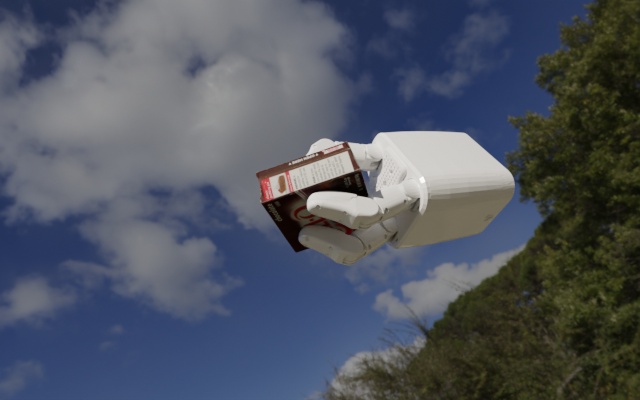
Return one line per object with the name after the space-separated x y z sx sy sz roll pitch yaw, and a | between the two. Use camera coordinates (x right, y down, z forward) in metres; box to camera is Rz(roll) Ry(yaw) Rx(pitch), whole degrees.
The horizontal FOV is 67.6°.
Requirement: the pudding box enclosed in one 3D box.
0.000 0.001 0.452 0.090 0.039 0.114 -20 -34 4 | pudding box
